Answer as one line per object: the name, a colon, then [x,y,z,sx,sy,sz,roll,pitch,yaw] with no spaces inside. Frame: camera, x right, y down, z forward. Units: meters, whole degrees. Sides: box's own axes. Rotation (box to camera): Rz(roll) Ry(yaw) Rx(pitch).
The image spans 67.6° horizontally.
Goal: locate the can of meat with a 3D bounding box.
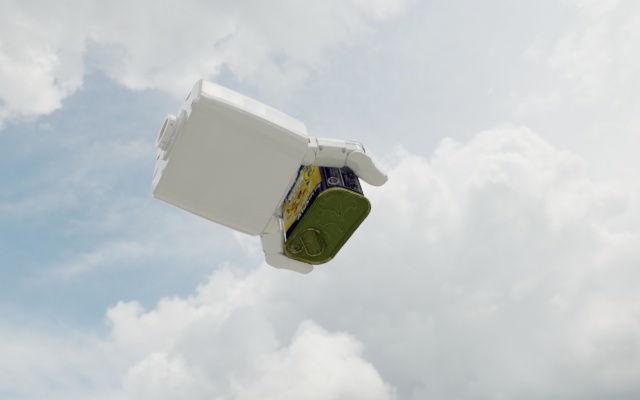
can of meat: [0.000,0.001,0.497,0.057,0.102,0.083,19,35,-25]
